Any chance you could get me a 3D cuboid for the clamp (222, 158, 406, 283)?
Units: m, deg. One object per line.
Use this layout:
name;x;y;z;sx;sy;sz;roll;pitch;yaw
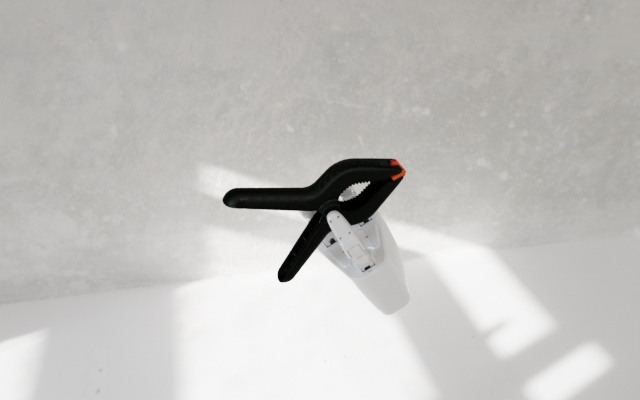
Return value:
clamp;0.001;0.002;0.566;0.210;0.165;0.036;-33;43;4
